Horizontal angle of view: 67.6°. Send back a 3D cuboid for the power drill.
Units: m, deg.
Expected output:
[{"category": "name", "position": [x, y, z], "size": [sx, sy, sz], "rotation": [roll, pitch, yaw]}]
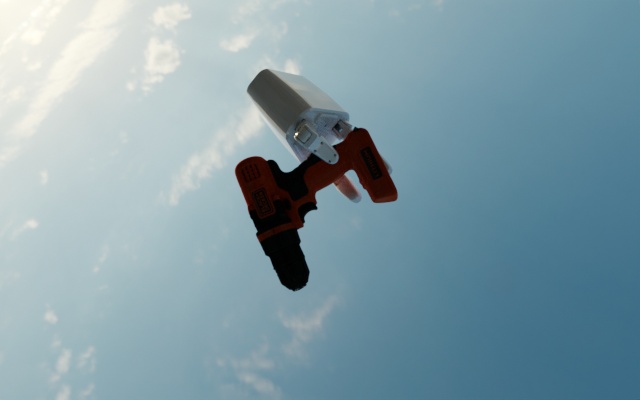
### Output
[{"category": "power drill", "position": [0.000, 0.002, 0.617], "size": [0.187, 0.184, 0.057], "rotation": [-23, -8, -1]}]
